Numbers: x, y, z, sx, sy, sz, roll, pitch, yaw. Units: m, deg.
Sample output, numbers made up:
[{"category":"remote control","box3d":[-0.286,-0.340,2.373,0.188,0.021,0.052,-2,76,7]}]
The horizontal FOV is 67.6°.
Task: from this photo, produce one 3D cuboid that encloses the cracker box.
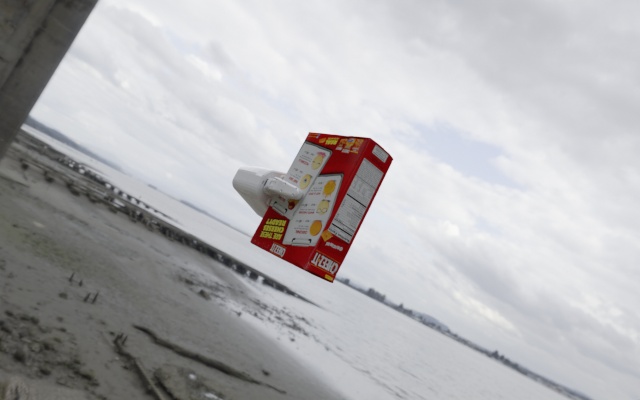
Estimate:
[{"category":"cracker box","box3d":[0.000,0.002,0.751,0.072,0.213,0.164,32,-10,-36]}]
